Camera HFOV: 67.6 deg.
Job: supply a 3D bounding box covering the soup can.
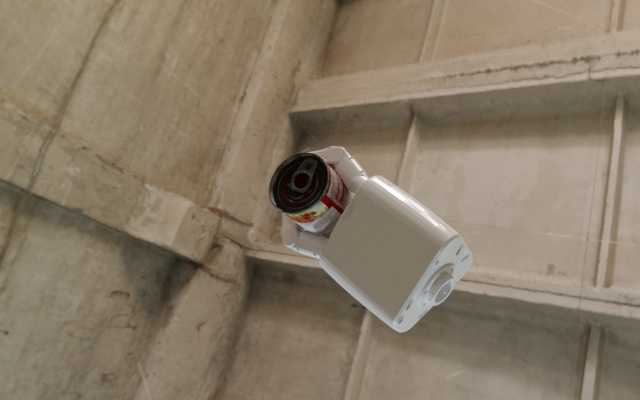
[{"bbox_3d":[0.000,0.002,0.514,0.068,0.068,0.102,0,-23,29],"label":"soup can"}]
